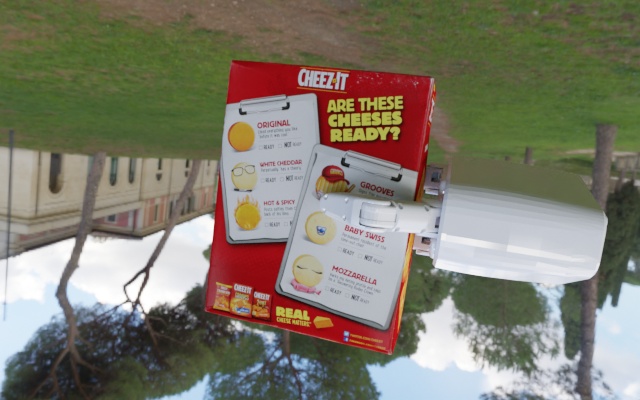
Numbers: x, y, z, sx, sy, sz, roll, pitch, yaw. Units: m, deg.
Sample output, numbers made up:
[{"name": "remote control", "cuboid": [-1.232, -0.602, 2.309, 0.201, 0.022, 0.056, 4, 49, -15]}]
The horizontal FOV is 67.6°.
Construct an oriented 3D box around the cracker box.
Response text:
[{"name": "cracker box", "cuboid": [0.000, 0.002, 0.405, 0.164, 0.214, 0.072, 9, 7, 14]}]
